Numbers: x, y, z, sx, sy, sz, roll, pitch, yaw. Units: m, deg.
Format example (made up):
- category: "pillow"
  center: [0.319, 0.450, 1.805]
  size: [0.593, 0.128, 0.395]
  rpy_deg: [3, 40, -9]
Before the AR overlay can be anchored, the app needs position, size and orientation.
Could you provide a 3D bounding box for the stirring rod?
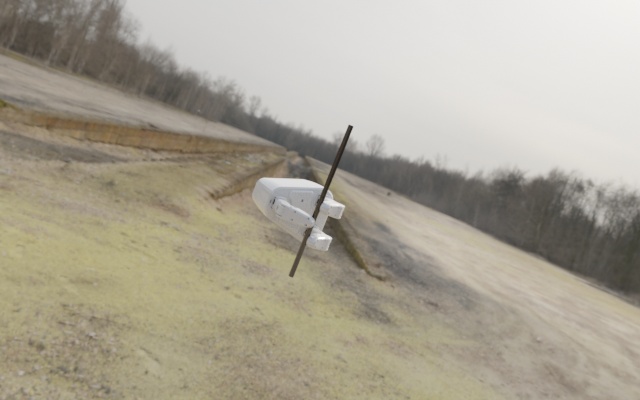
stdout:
- category: "stirring rod"
  center: [0.000, 0.002, 0.704]
  size: [0.011, 0.239, 0.011]
  rpy_deg: [22, 5, -2]
